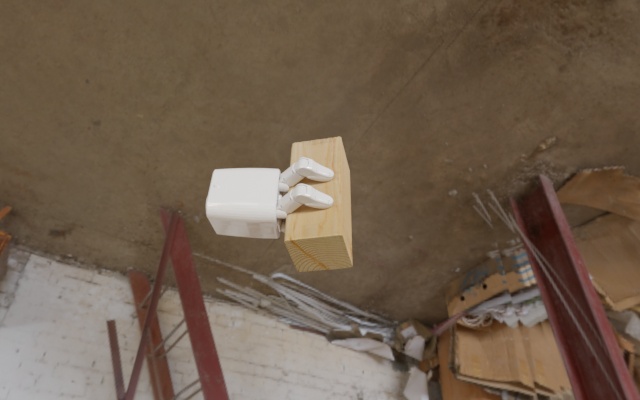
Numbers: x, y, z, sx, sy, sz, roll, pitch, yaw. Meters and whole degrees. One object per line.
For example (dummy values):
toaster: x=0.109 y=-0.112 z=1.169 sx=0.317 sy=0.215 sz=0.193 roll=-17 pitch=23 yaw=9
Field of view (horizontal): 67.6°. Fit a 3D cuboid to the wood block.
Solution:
wood block: x=0.000 y=0.003 z=0.781 sx=0.090 sy=0.206 sz=0.091 roll=-7 pitch=-40 yaw=10
